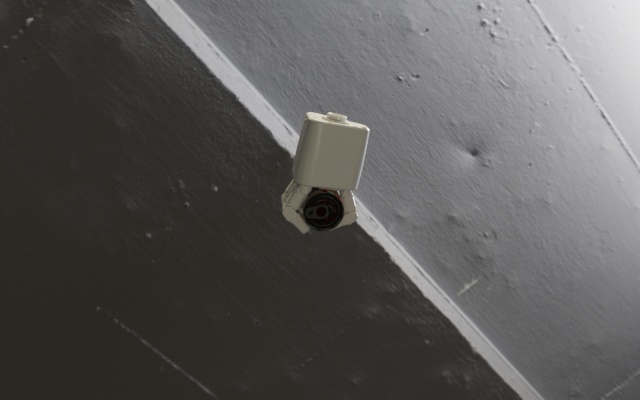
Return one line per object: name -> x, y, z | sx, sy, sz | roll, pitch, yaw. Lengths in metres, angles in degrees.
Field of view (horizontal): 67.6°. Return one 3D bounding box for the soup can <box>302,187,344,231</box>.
soup can -> 0.000, 0.003, 0.821 | 0.068, 0.068, 0.102 | 0, 19, -6
